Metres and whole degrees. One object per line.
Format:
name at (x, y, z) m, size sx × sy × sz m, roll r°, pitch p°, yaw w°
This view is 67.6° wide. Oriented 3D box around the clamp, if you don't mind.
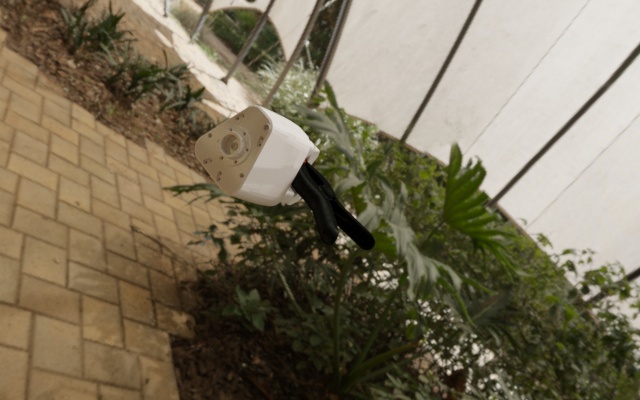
clamp at (0.000, 0.002, 0.656) m, size 0.039 × 0.171 × 0.120 m, roll -45°, pitch -20°, yaw 12°
